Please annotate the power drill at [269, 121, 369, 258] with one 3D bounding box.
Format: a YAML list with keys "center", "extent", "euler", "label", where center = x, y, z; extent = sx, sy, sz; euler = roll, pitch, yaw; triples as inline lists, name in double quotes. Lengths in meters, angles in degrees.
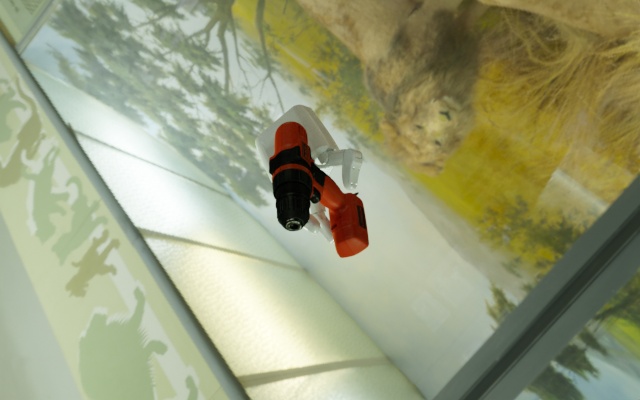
- center: [0.000, 0.002, 0.663]
  extent: [0.057, 0.184, 0.188]
  euler: [-24, -46, 21]
  label: "power drill"
